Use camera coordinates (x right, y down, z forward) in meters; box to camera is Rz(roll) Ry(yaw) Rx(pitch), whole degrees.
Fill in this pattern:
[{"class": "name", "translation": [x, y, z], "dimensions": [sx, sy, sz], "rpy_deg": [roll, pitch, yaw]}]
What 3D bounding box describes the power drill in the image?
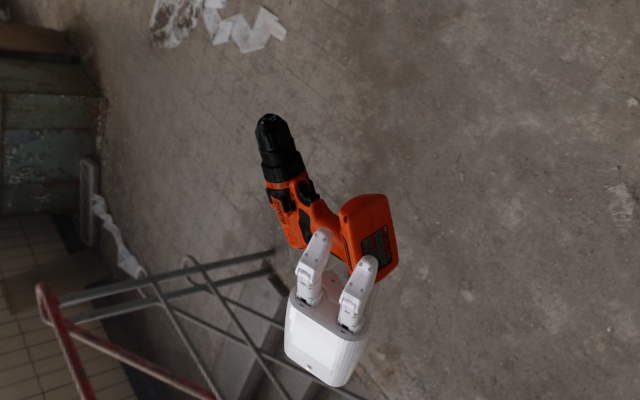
[{"class": "power drill", "translation": [0.000, 0.002, 0.535], "dimensions": [0.057, 0.184, 0.187], "rpy_deg": [-31, 35, -21]}]
